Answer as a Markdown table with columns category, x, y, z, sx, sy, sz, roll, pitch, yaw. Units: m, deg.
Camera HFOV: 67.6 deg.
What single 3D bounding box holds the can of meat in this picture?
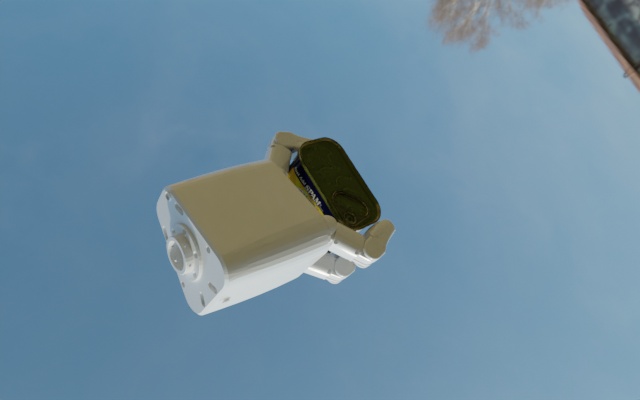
| category | x | y | z | sx | sy | sz | roll | pitch | yaw |
| --- | --- | --- | --- | --- | --- | --- | --- | --- | --- |
| can of meat | 0.000 | 0.002 | 0.492 | 0.057 | 0.102 | 0.084 | -21 | -16 | -41 |
